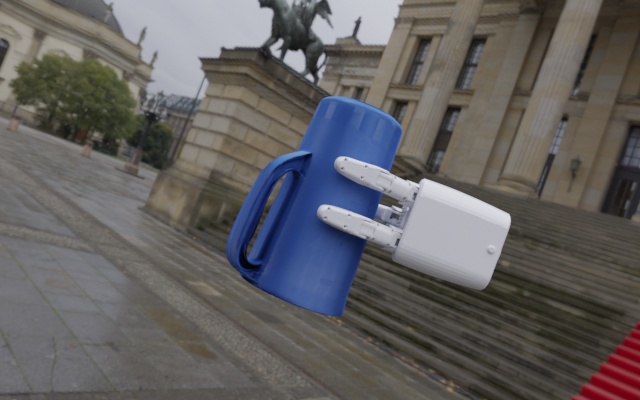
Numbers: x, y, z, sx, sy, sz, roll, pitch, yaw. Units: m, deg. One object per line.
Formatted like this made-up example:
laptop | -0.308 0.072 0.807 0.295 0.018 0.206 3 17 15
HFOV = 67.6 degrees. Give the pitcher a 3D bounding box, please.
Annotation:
pitcher | 0.000 0.002 0.568 0.145 0.243 0.149 21 -2 6
